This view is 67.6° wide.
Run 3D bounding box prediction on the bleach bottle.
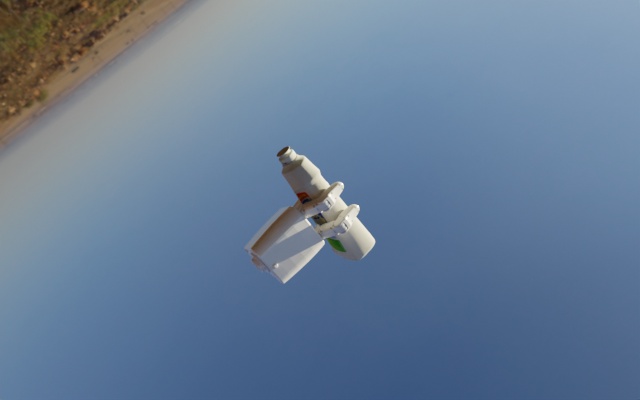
[{"bbox_3d":[0.000,0.003,0.890,0.068,0.251,0.102,-45,26,-15],"label":"bleach bottle"}]
